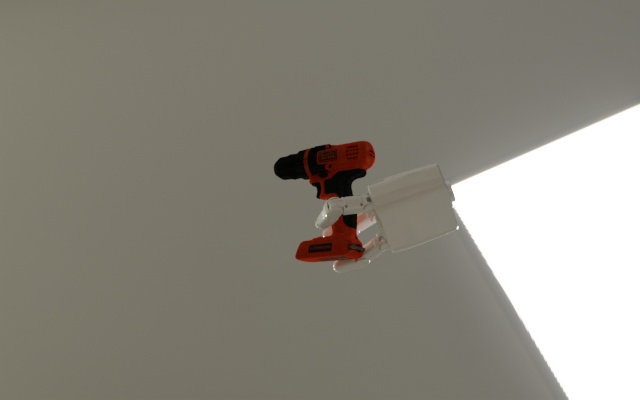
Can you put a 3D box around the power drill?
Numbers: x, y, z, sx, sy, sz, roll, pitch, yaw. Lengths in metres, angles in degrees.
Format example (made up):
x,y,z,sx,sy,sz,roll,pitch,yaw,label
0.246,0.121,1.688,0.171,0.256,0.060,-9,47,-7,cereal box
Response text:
x,y,z,sx,sy,sz,roll,pitch,yaw,label
0.000,0.003,0.766,0.184,0.187,0.057,-8,-14,32,power drill
